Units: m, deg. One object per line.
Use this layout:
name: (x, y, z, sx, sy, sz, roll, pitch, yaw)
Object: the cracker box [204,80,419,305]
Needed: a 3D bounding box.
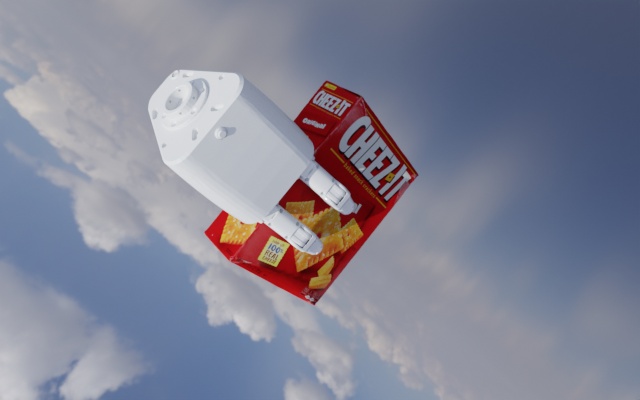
cracker box: (0.000, 0.002, 0.549, 0.072, 0.213, 0.164, 37, -3, 43)
